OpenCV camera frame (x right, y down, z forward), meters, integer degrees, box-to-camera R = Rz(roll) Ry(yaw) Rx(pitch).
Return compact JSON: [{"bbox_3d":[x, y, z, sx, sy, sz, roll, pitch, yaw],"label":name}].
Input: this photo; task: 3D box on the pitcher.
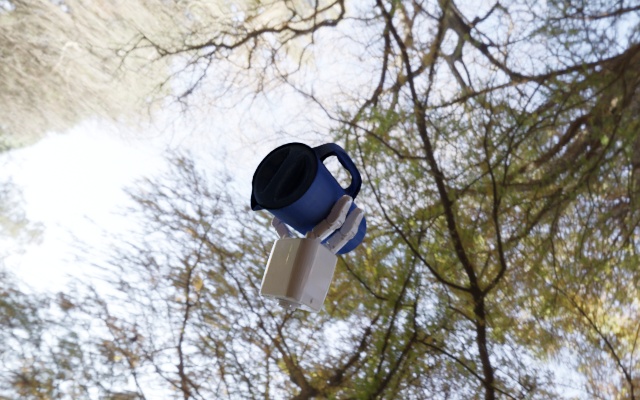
[{"bbox_3d":[0.000,0.003,0.884,0.149,0.145,0.243,3,-25,34],"label":"pitcher"}]
